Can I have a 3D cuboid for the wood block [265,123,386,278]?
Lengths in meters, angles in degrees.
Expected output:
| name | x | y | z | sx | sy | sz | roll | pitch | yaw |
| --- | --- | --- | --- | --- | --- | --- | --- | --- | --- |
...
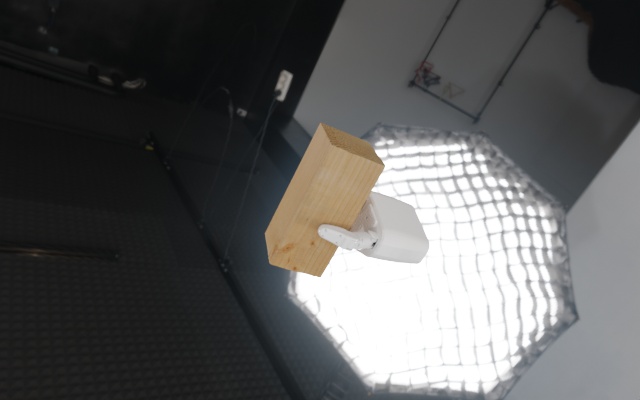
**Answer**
| name | x | y | z | sx | sy | sz | roll | pitch | yaw |
| --- | --- | --- | --- | --- | --- | --- | --- | --- | --- |
| wood block | 0.000 | 0.003 | 0.721 | 0.090 | 0.206 | 0.090 | 19 | 23 | -22 |
